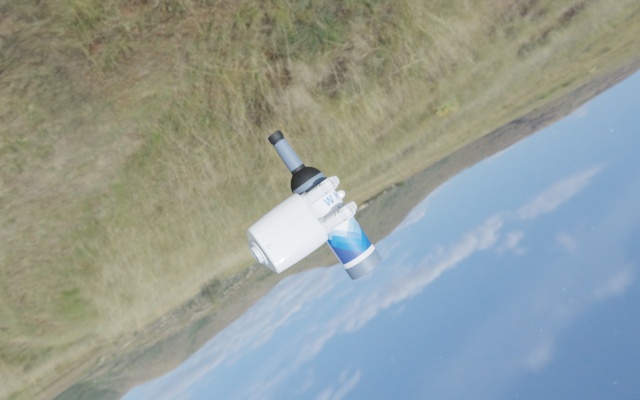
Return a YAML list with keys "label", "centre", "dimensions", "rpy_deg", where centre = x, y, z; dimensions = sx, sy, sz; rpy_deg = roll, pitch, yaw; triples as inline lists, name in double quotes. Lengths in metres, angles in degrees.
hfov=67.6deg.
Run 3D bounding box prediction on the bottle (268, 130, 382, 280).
- label: "bottle"
  centre: [0.000, 0.003, 0.856]
  dimensions: [0.069, 0.296, 0.069]
  rpy_deg: [-35, 2, 1]
